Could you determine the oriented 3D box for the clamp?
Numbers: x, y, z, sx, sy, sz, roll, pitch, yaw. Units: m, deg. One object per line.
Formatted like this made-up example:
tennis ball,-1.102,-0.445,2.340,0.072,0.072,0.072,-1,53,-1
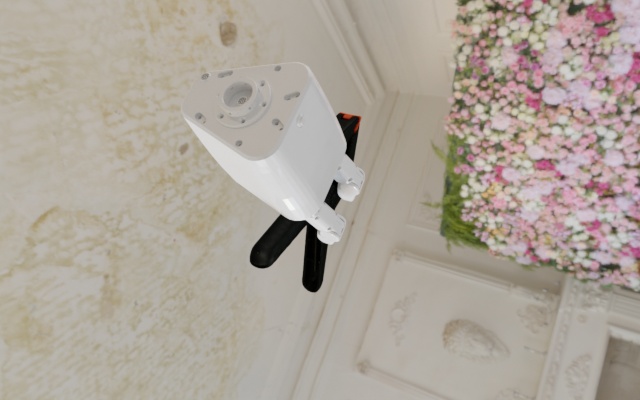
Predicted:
clamp,0.000,0.001,0.536,0.036,0.210,0.165,16,-20,22
